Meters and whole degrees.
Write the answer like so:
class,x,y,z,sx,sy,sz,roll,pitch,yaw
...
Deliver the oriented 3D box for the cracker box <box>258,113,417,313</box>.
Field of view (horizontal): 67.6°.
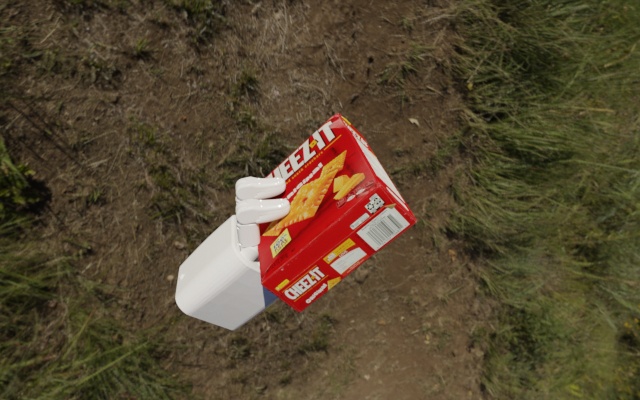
class,x,y,z,sx,sy,sz,roll,pitch,yaw
cracker box,0.000,0.002,0.572,0.072,0.164,0.213,43,14,-28
